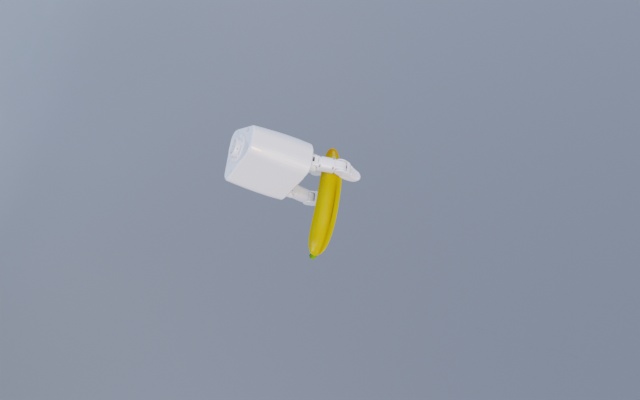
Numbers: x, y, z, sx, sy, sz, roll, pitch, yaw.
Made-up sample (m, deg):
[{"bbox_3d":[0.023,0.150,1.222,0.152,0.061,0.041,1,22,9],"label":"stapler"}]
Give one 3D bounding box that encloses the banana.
[{"bbox_3d":[0.006,0.008,0.804,0.037,0.198,0.069,11,4,-21],"label":"banana"}]
